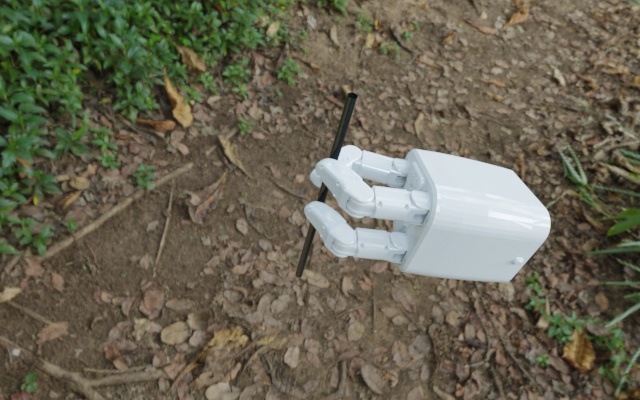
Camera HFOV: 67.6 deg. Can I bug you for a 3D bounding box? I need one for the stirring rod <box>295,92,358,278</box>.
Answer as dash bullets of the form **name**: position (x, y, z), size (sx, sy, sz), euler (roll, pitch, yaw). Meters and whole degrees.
- **stirring rod**: position (0.000, 0.002, 0.448), size (0.011, 0.011, 0.240), euler (0, -42, -16)
